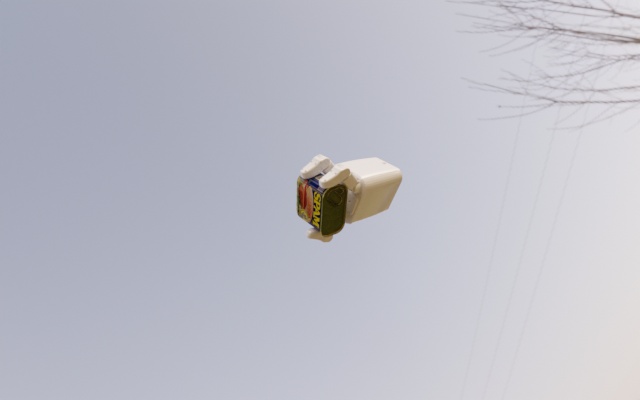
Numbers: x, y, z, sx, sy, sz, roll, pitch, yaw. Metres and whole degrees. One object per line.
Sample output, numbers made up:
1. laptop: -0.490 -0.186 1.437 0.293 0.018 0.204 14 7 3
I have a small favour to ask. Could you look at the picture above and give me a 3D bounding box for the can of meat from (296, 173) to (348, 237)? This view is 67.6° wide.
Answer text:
1. can of meat: 0.000 0.003 0.884 0.057 0.102 0.084 -18 34 -34
